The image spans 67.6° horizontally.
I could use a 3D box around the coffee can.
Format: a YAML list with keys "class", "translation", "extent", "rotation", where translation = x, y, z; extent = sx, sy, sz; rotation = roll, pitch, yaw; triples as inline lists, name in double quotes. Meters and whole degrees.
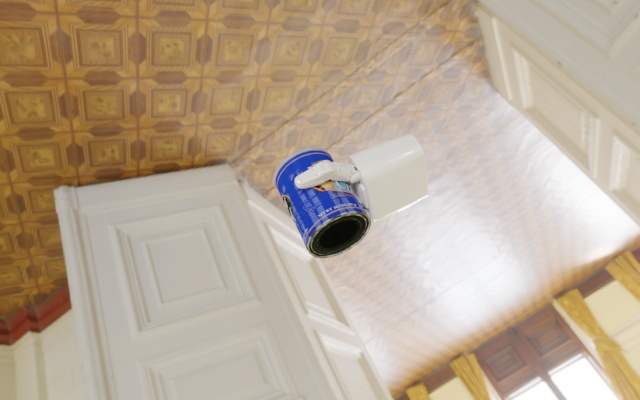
- class: "coffee can"
  translation: [0.000, 0.002, 0.733]
  extent: [0.103, 0.140, 0.103]
  rotation: [-19, -36, -14]
